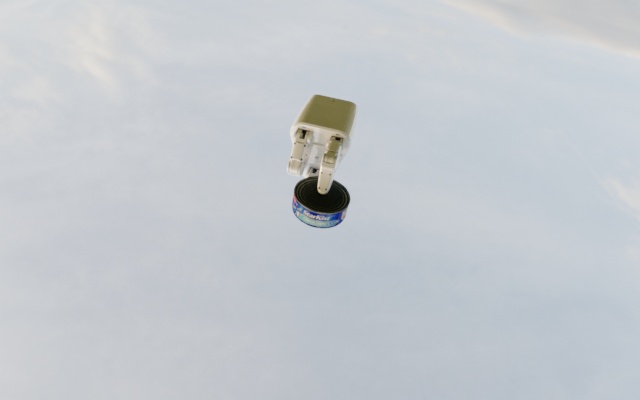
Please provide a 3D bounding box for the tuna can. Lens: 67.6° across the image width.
[{"bbox_3d":[0.000,0.003,0.722,0.086,0.034,0.086,8,40,-6],"label":"tuna can"}]
